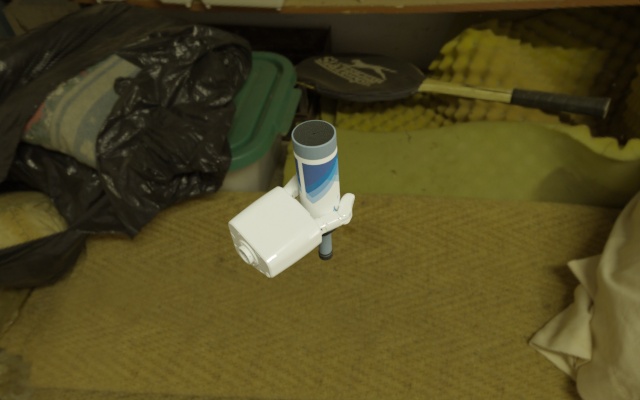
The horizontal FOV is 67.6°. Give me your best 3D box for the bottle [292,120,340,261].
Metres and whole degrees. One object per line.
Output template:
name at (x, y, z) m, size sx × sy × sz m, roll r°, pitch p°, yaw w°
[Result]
bottle at (0.000, 0.002, 0.813) m, size 0.069 × 0.069 × 0.296 m, roll 0°, pitch -44°, yaw 6°
